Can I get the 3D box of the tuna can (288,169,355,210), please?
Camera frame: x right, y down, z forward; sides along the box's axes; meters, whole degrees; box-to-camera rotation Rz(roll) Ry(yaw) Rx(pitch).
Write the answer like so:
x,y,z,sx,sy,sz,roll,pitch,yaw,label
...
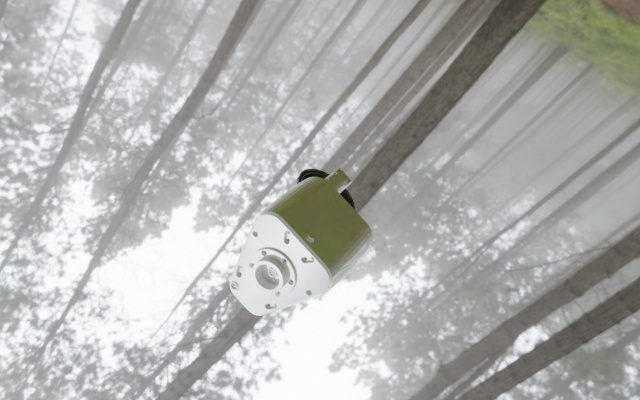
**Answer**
x,y,z,sx,sy,sz,roll,pitch,yaw,label
0.000,0.002,0.606,0.086,0.086,0.034,0,-39,-46,tuna can
